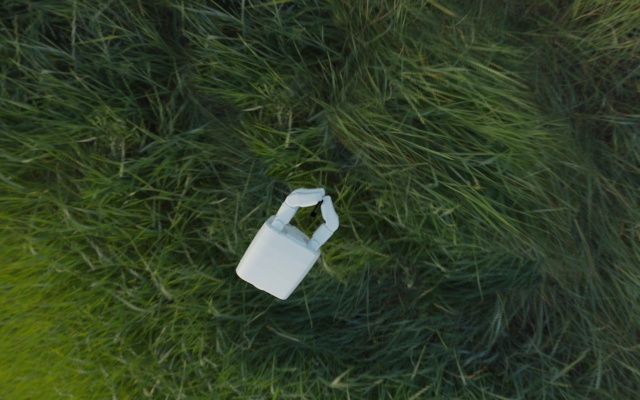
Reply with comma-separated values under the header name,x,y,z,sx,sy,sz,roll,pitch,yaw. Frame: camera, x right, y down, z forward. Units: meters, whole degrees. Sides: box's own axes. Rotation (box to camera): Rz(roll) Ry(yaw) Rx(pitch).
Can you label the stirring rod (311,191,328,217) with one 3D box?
name,x,y,z,sx,sy,sz,roll,pitch,yaw
stirring rod,0.000,0.003,0.808,0.011,0.011,0.239,0,8,5
